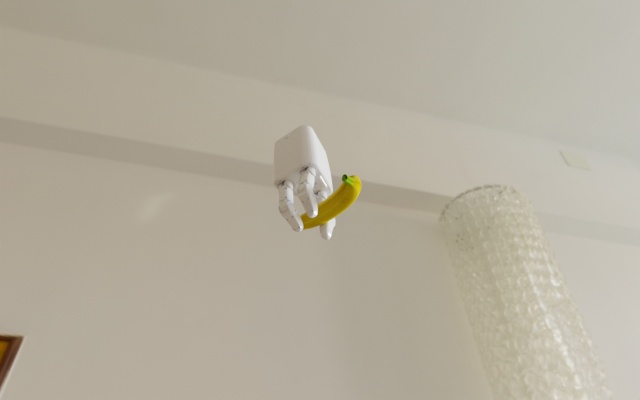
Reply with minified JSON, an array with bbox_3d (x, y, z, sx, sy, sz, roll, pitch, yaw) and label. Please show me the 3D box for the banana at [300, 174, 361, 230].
[{"bbox_3d":[0.018,0.004,0.854,0.069,0.037,0.198,9,-34,-29],"label":"banana"}]
